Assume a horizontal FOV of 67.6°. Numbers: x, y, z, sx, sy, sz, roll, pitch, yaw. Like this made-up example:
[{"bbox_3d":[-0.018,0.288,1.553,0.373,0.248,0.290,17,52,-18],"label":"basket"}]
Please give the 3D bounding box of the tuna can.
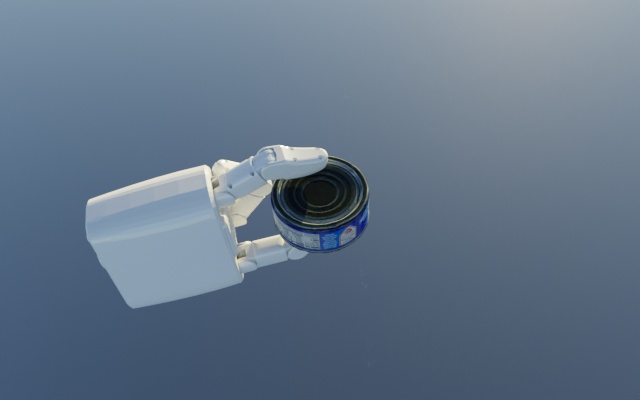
[{"bbox_3d":[0.000,0.001,0.415,0.086,0.086,0.034,0,-39,3],"label":"tuna can"}]
